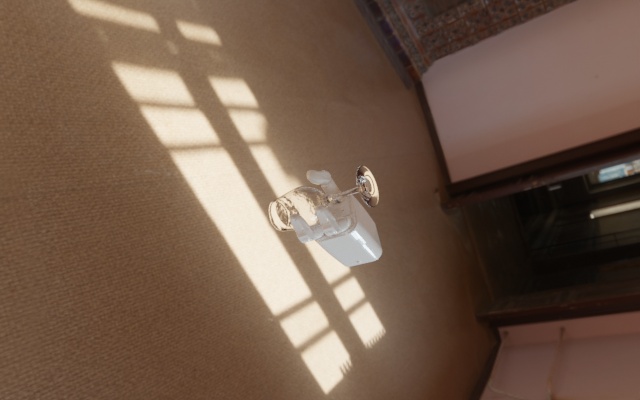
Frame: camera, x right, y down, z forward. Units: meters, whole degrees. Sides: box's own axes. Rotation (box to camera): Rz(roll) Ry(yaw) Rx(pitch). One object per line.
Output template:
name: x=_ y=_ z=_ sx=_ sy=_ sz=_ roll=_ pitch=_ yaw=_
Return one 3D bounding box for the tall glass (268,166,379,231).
tall glass: x=0.001 y=0.003 z=0.864 sx=0.201 sy=0.079 sz=0.079 roll=-18 pitch=-9 yaw=31
